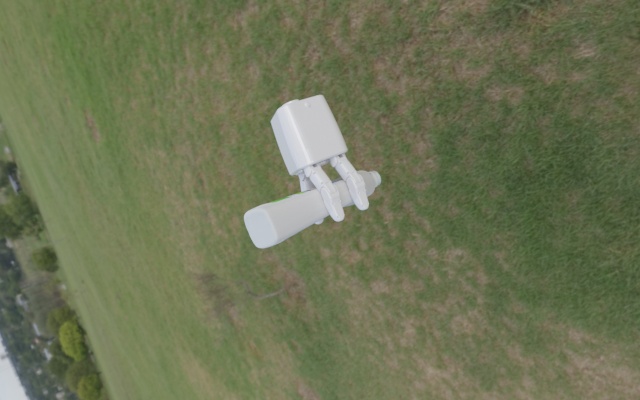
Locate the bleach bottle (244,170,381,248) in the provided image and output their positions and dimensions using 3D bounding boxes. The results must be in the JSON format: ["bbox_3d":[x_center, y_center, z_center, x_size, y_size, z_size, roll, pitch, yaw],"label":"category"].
[{"bbox_3d":[0.000,0.003,0.825,0.251,0.068,0.102,-23,2,-32],"label":"bleach bottle"}]
